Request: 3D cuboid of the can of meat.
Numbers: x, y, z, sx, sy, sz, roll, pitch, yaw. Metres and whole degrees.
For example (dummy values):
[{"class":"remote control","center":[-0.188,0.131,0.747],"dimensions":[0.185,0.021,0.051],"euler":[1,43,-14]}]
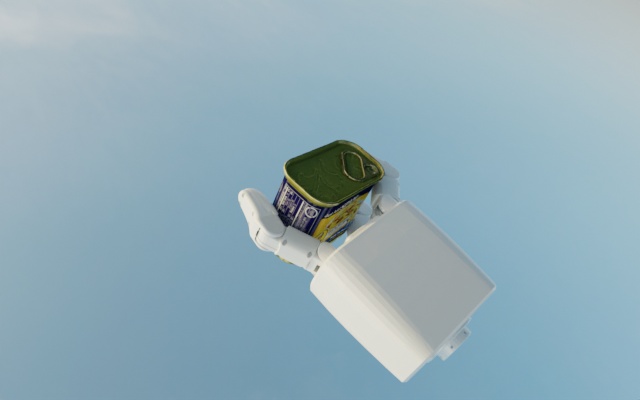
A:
[{"class":"can of meat","center":[0.000,0.002,0.437],"dimensions":[0.057,0.084,0.102],"euler":[42,41,18]}]
